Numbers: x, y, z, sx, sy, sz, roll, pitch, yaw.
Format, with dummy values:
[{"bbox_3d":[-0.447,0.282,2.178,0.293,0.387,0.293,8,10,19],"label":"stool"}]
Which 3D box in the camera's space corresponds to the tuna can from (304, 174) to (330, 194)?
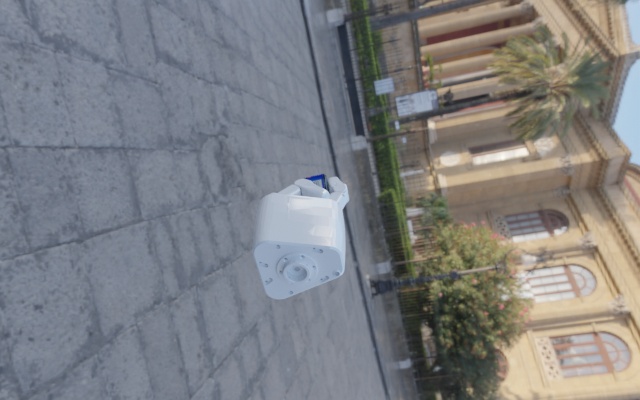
[{"bbox_3d":[0.001,0.002,0.738,0.034,0.086,0.086,-13,-1,4],"label":"tuna can"}]
